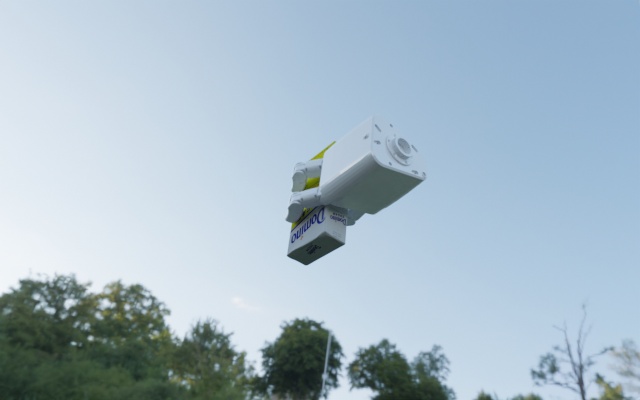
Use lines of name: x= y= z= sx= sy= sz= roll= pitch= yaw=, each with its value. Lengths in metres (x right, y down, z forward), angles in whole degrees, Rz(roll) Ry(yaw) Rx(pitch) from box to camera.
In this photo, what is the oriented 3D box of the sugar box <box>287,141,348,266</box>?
sugar box: x=0.000 y=0.002 z=0.731 sx=0.048 sy=0.176 sz=0.093 roll=31 pitch=-44 yaw=-25
